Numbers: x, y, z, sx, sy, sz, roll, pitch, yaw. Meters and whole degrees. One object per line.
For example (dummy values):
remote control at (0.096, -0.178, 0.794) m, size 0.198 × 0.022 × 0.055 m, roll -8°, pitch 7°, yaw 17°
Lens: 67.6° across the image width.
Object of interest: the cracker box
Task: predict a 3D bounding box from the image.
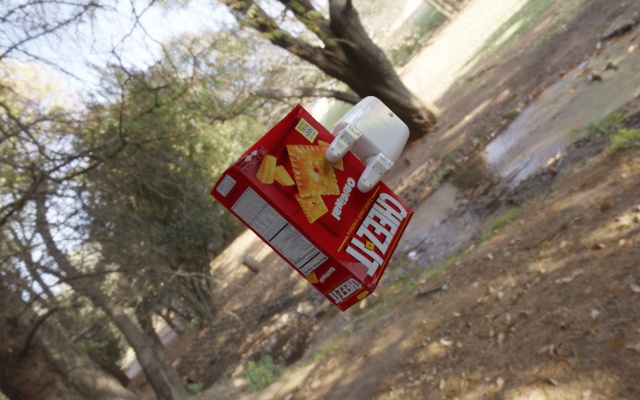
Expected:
cracker box at (0.000, 0.002, 0.593) m, size 0.072 × 0.214 × 0.164 m, roll -44°, pitch 6°, yaw 44°
